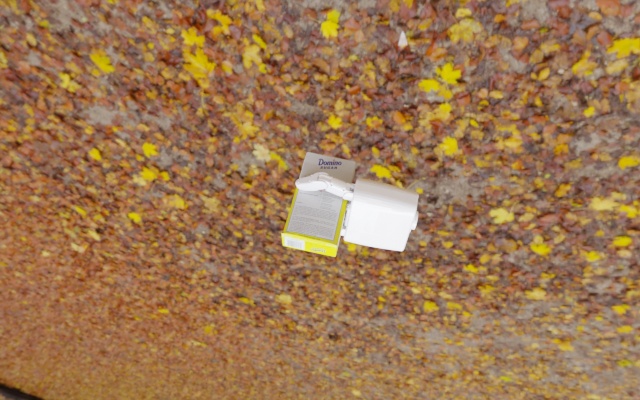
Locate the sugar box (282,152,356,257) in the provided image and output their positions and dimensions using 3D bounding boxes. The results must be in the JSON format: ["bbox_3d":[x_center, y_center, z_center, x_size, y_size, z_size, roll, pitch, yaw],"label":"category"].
[{"bbox_3d":[0.000,0.003,0.819,0.093,0.176,0.048,12,-35,5],"label":"sugar box"}]
